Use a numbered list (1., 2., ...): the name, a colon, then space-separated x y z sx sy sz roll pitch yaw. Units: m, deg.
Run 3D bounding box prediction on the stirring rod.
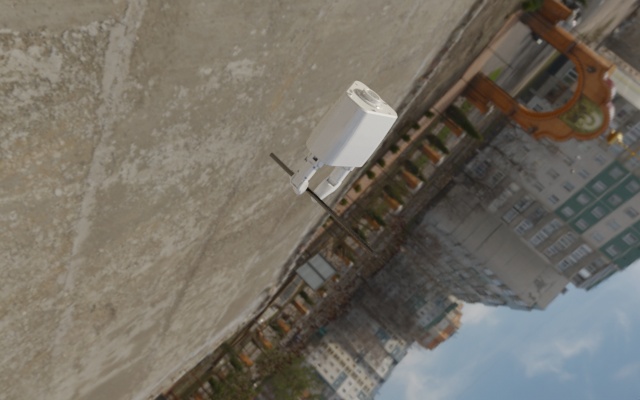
1. stirring rod: 0.000 0.003 0.795 0.239 0.011 0.011 44 10 11
